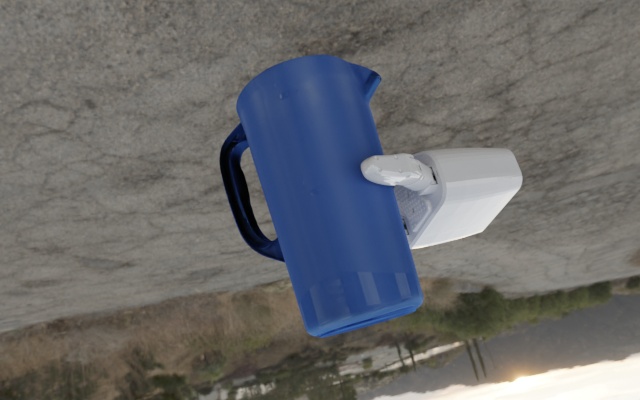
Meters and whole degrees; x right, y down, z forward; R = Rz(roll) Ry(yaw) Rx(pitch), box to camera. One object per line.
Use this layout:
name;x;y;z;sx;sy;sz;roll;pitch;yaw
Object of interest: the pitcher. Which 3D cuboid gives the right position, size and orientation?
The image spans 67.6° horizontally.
pitcher;0.000;0.001;0.459;0.145;0.242;0.149;-7;-20;-25
